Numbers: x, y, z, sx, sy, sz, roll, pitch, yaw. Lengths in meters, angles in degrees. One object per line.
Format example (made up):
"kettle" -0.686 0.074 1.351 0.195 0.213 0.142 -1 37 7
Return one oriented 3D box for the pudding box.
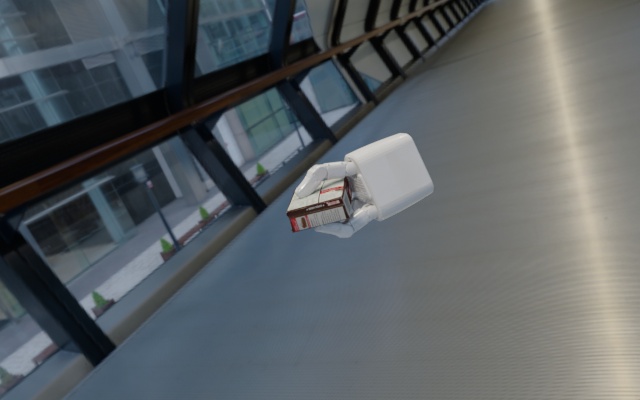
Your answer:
"pudding box" 0.000 0.002 0.739 0.090 0.039 0.113 -15 17 11
